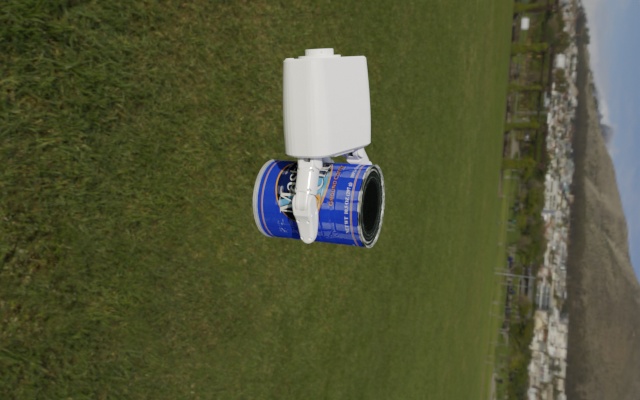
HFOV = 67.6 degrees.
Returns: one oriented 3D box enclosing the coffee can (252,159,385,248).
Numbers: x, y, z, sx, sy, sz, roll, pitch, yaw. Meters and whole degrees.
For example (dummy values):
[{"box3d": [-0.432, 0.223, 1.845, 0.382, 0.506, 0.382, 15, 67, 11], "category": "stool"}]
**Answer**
[{"box3d": [0.000, 0.002, 0.605, 0.140, 0.103, 0.103, 5, 2, 23], "category": "coffee can"}]
